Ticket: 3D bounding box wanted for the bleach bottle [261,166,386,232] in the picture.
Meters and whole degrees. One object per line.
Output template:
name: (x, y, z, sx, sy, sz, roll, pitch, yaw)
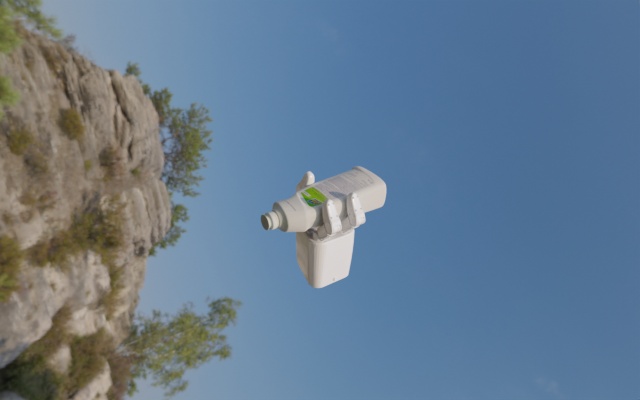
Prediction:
bleach bottle: (0.000, 0.003, 0.890, 0.251, 0.068, 0.102, -17, 35, -33)
